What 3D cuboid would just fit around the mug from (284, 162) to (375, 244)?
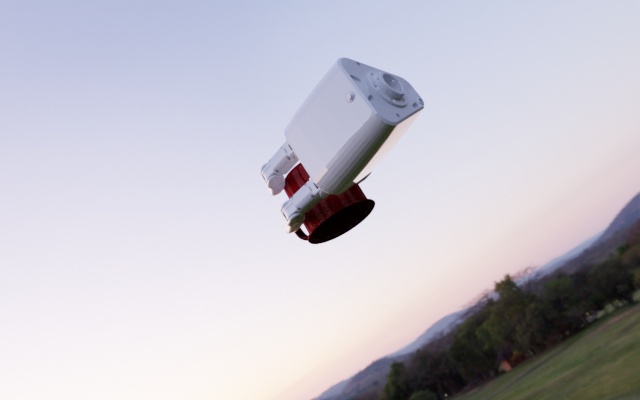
[{"bbox_3d":[-0.001,0.003,0.593,0.093,0.081,0.117,-8,-31,-47],"label":"mug"}]
